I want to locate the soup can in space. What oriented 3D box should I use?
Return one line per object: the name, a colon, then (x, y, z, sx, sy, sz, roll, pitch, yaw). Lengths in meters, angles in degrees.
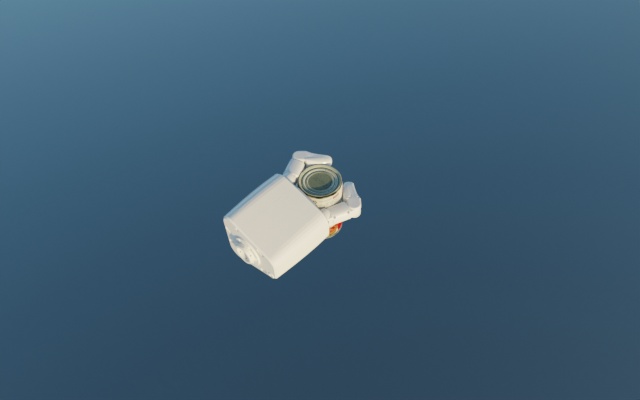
soup can: (0.001, 0.002, 0.737, 0.068, 0.068, 0.102, 0, -40, 2)
